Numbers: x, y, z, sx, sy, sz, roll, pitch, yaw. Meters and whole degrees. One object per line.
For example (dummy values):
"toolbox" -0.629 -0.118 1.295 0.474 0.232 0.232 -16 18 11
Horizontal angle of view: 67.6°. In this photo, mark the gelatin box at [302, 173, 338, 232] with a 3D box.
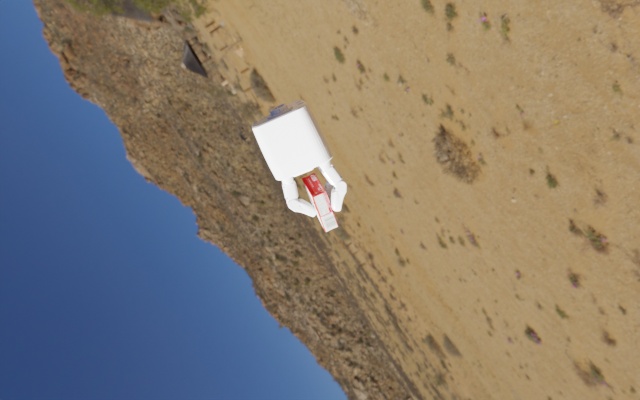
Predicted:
"gelatin box" 0.000 0.003 0.897 0.030 0.089 0.073 -23 33 -4
